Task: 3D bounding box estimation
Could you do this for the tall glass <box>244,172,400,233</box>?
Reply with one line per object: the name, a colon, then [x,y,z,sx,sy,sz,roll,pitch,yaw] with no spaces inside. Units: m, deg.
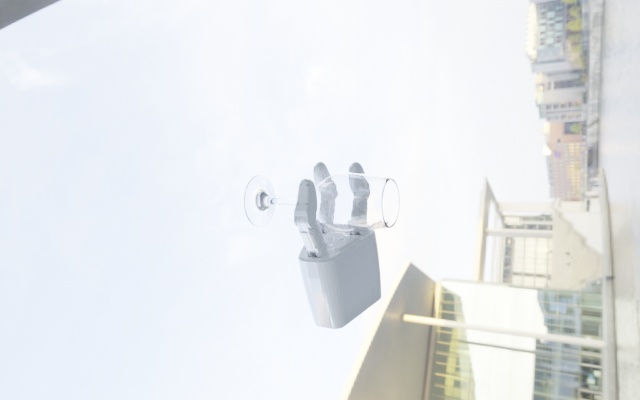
tall glass: [-0.001,0.002,0.634,0.201,0.079,0.079,0,0,29]
